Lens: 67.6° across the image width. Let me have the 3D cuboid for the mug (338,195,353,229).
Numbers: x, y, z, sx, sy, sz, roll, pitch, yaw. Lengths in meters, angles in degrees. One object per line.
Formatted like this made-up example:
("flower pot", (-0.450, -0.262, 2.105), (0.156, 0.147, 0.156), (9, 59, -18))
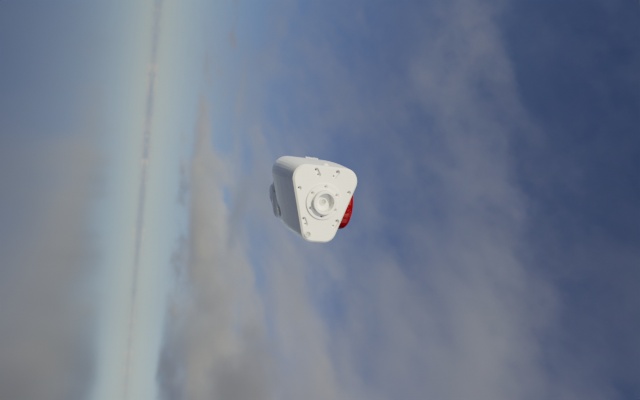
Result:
("mug", (0.000, 0.003, 0.812), (0.081, 0.093, 0.117), (5, 8, -19))
